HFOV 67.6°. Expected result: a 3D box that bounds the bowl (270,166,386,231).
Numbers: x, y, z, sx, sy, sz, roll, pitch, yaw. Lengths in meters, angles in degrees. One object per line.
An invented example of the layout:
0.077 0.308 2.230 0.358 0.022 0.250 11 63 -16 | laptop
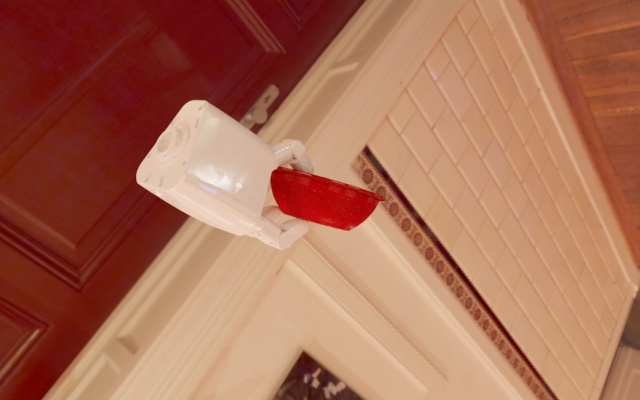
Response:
0.001 0.003 0.625 0.162 0.055 0.162 15 -1 0 | bowl
